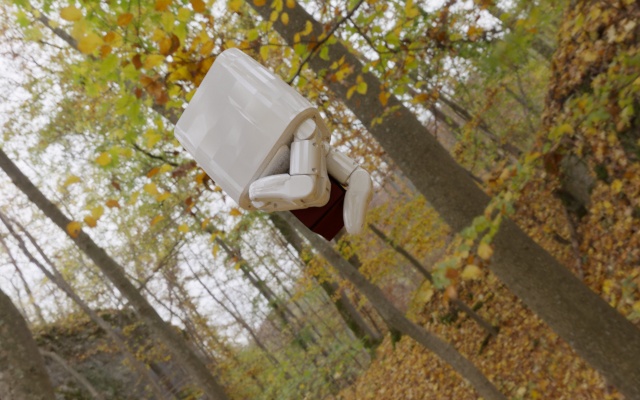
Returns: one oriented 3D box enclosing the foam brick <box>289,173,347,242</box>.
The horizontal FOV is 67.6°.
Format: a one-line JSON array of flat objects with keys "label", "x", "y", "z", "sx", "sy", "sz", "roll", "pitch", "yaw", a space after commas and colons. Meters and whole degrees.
[{"label": "foam brick", "x": 0.000, "y": 0.002, "z": 0.484, "sx": 0.051, "sy": 0.053, "sz": 0.078, "roll": 42, "pitch": 0, "yaw": 18}]
